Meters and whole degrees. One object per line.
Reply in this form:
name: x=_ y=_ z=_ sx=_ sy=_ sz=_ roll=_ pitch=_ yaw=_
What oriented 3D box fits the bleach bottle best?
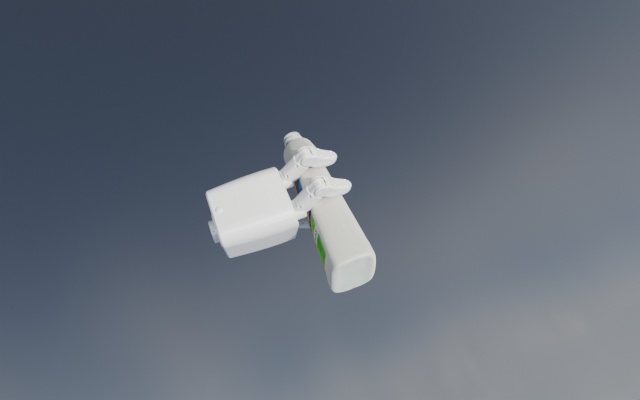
bleach bottle: x=0.000 y=0.002 z=0.703 sx=0.068 sy=0.250 sz=0.103 roll=-19 pitch=-32 yaw=-10
